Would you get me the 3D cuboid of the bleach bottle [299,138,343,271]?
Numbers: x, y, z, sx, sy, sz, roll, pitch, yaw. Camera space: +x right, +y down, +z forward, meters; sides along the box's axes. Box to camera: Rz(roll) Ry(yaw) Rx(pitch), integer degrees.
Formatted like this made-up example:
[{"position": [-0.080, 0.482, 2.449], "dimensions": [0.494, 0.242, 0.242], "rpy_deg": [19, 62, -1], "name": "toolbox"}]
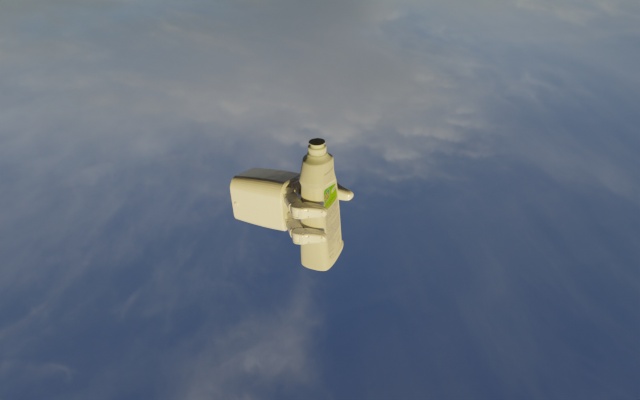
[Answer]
[{"position": [0.000, 0.003, 0.865], "dimensions": [0.068, 0.251, 0.102], "rpy_deg": [11, 36, 18], "name": "bleach bottle"}]
